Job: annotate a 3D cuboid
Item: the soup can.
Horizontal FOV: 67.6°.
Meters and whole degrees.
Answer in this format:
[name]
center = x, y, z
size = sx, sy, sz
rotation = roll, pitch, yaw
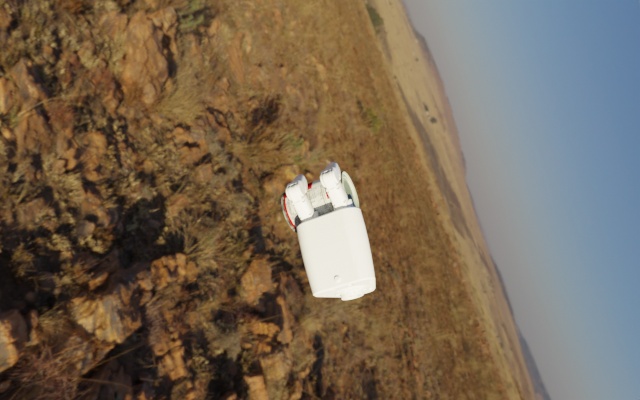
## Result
[soup can]
center = 0.000, 0.002, 0.734
size = 0.102, 0.068, 0.068
rotation = -20, -6, 17
